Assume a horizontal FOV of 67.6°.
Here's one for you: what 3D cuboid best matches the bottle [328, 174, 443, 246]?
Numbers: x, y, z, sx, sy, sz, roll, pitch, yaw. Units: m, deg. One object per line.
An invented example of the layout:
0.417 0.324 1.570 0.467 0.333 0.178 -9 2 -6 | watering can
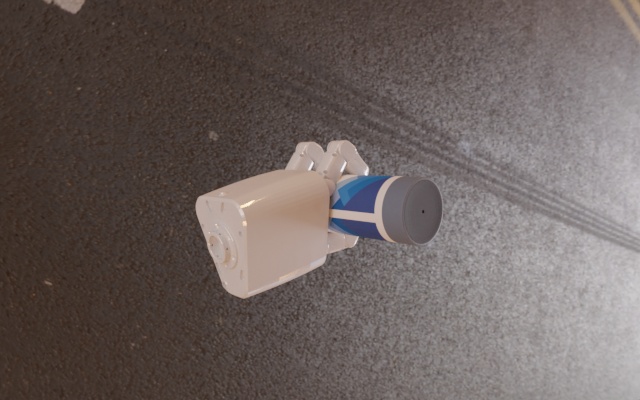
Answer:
0.000 0.002 0.563 0.069 0.069 0.295 0 3 -42 | bottle
